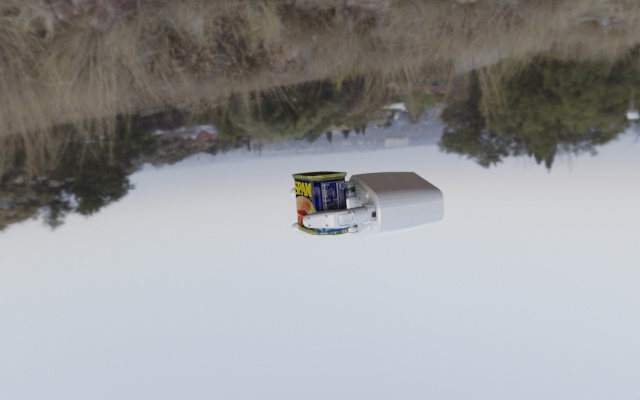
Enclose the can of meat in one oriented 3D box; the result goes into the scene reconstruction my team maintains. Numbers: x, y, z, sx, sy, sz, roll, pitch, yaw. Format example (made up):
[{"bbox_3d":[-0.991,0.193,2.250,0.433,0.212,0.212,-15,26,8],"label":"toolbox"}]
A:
[{"bbox_3d":[0.000,0.003,0.685,0.057,0.084,0.102,-7,7,-21],"label":"can of meat"}]
